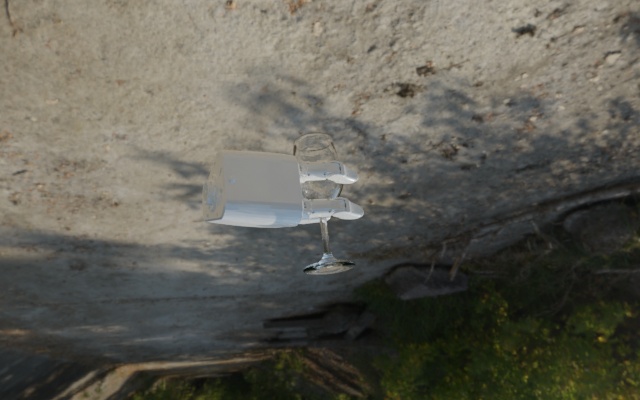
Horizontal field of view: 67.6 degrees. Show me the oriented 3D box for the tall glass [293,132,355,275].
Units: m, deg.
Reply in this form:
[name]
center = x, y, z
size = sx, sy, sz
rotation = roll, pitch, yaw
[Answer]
[tall glass]
center = 0.000, 0.003, 0.703
size = 0.079, 0.201, 0.079
rotation = -6, -20, -2
